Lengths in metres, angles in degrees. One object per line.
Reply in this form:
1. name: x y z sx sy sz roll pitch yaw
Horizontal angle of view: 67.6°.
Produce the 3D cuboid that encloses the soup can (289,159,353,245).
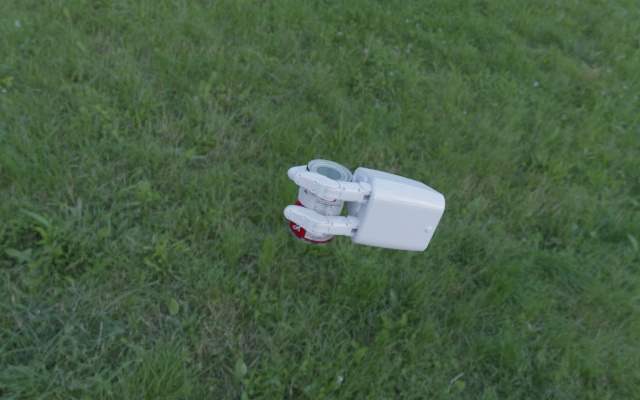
1. soup can: 0.000 0.002 0.673 0.068 0.102 0.068 14 29 -8
